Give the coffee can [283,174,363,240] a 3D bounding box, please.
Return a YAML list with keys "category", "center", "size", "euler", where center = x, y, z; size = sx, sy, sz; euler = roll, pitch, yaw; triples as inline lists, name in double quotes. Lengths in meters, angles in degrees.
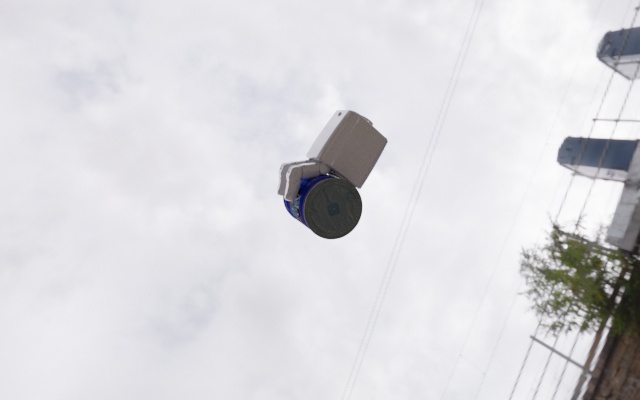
- category: "coffee can"
  center: [0.000, 0.003, 0.846]
  size: [0.103, 0.103, 0.140]
  euler: [0, 10, -19]
